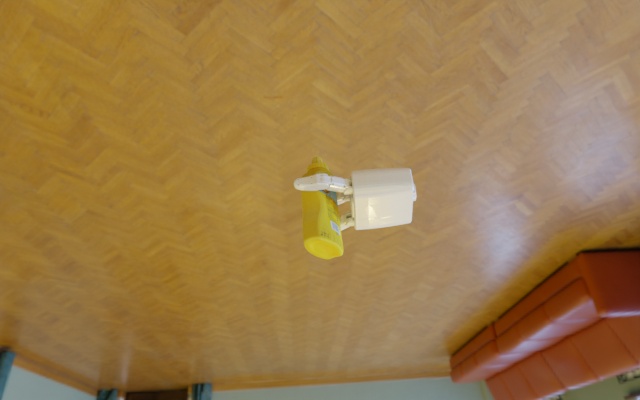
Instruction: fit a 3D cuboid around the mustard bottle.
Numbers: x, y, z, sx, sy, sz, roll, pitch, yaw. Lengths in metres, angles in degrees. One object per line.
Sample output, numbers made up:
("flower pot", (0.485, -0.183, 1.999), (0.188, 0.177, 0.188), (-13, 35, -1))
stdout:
("mustard bottle", (0.000, 0.003, 0.866), (0.058, 0.191, 0.096), (-18, -33, 23))
